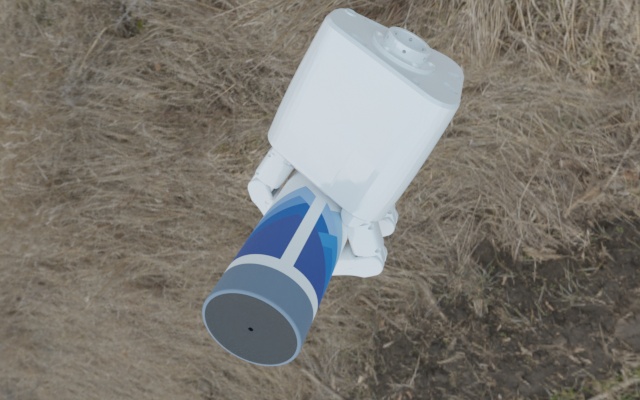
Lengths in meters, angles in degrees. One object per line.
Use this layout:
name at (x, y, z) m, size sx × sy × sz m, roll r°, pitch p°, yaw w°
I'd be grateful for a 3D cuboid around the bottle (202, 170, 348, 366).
bottle at (0.000, 0.002, 0.410) m, size 0.069 × 0.069 × 0.295 m, roll 0°, pitch 32°, yaw 20°
